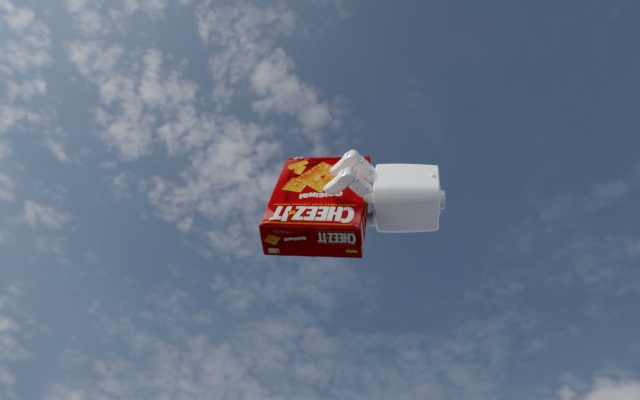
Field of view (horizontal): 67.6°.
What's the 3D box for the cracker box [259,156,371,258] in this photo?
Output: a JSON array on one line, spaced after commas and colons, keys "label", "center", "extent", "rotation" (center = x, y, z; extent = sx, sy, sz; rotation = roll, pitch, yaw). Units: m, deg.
[{"label": "cracker box", "center": [0.000, 0.003, 0.833], "extent": [0.164, 0.072, 0.213], "rotation": [0, 35, 11]}]
